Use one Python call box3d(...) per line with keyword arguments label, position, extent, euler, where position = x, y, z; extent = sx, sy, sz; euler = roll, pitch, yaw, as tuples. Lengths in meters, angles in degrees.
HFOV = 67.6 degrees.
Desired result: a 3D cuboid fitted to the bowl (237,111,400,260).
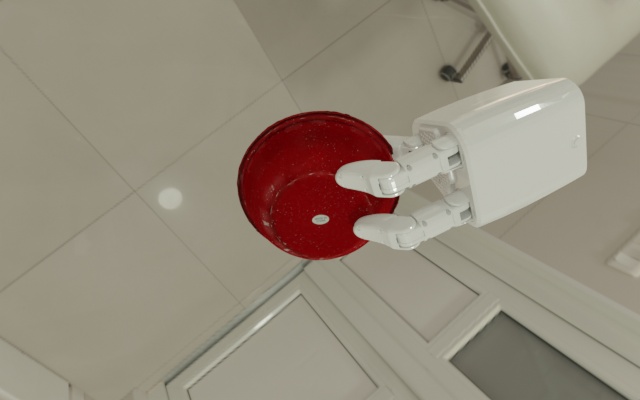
box3d(label="bowl", position=(-0.001, 0.002, 0.448), extent=(0.162, 0.162, 0.055), euler=(0, 32, -2))
